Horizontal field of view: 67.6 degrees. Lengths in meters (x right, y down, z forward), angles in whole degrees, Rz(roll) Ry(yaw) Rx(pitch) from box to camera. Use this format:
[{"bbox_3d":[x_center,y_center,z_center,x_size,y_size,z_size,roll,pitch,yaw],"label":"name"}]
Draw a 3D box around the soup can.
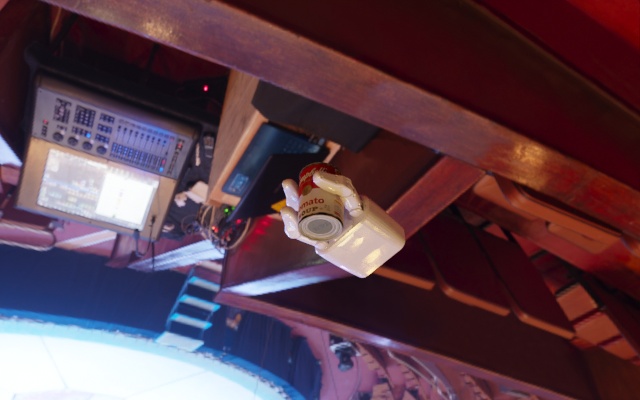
[{"bbox_3d":[0.000,0.002,0.715,0.068,0.102,0.069,0,-40,0],"label":"soup can"}]
